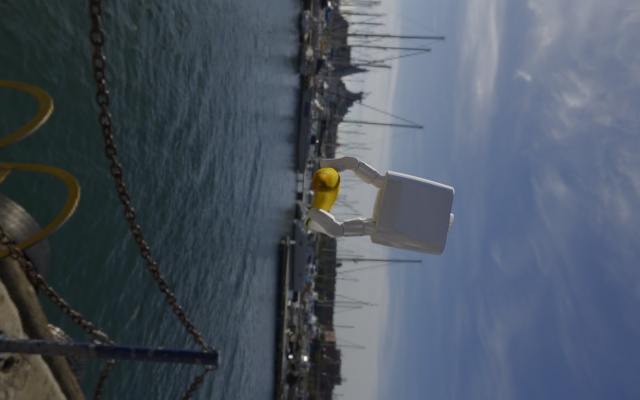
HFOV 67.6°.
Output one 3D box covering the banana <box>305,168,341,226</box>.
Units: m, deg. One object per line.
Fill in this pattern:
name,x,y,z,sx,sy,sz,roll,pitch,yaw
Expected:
banana,0.007,-0.013,0.736,0.037,0.069,0.198,22,-20,5
